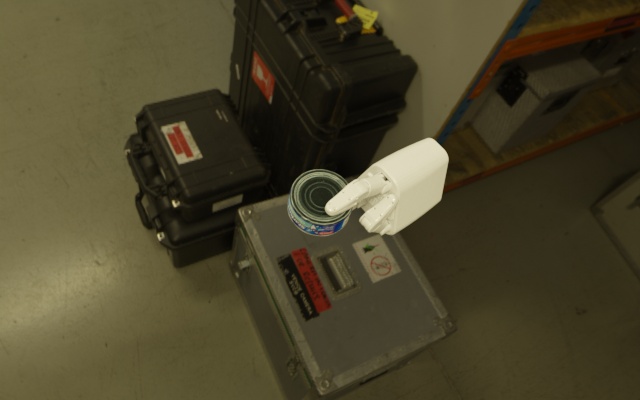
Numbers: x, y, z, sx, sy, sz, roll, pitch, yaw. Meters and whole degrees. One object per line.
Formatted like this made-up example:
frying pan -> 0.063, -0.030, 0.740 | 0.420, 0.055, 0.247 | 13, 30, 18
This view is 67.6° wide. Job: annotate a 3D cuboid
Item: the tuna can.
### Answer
tuna can -> 0.000, 0.002, 0.629 | 0.086, 0.086, 0.034 | 0, -29, -9
